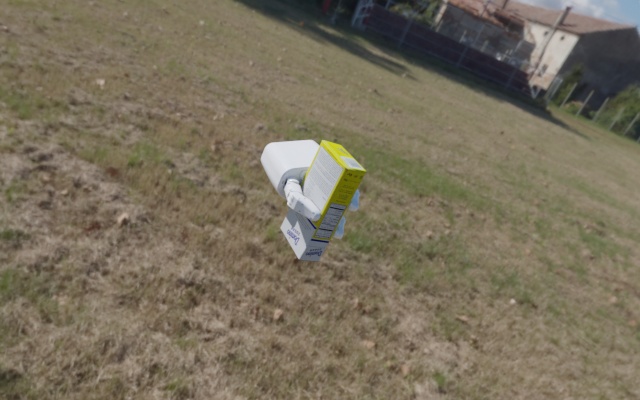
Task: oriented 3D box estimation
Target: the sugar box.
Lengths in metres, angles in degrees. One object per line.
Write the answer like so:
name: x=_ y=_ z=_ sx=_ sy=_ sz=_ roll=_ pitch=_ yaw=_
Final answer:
sugar box: x=0.001 y=0.002 z=0.774 sx=0.048 sy=0.176 sz=0.093 roll=9 pitch=29 yaw=-33
